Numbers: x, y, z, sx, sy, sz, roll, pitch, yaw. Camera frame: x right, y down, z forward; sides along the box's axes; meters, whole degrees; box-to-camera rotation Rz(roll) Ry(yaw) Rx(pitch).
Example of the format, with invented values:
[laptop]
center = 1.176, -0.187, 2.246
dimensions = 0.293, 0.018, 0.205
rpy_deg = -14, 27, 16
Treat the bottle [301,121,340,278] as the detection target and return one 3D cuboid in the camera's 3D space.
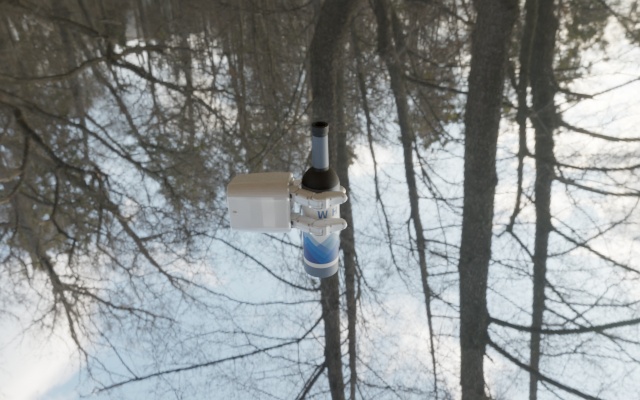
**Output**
[bottle]
center = 0.000, 0.003, 0.846
dimensions = 0.069, 0.296, 0.069
rpy_deg = 0, 32, 0
